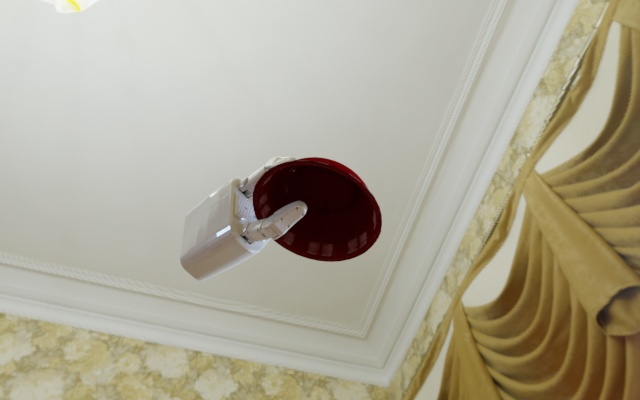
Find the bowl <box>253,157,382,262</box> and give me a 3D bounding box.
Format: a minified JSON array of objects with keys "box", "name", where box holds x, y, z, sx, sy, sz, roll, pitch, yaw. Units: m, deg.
[{"box":[0.001,0.001,0.596,0.162,0.162,0.055,0,40,19],"name":"bowl"}]
